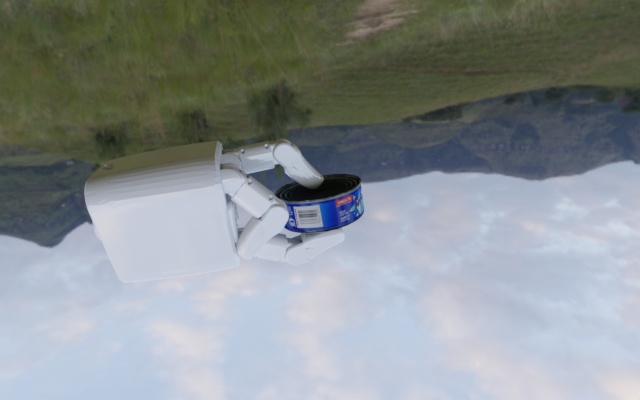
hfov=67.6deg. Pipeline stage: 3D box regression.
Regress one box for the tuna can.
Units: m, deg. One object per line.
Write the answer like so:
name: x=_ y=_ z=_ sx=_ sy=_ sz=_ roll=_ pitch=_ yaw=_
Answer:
tuna can: x=0.000 y=0.002 z=0.473 sx=0.086 sy=0.034 sz=0.086 roll=-9 pitch=17 yaw=3
